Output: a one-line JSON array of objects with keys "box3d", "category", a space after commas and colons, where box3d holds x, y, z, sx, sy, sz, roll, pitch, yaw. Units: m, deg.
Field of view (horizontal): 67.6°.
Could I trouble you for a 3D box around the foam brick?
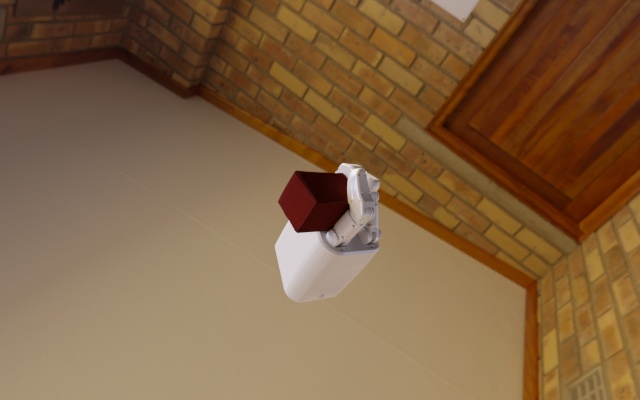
[{"box3d": [0.000, 0.002, 0.560, 0.078, 0.053, 0.051, 1, -44, -42], "category": "foam brick"}]
